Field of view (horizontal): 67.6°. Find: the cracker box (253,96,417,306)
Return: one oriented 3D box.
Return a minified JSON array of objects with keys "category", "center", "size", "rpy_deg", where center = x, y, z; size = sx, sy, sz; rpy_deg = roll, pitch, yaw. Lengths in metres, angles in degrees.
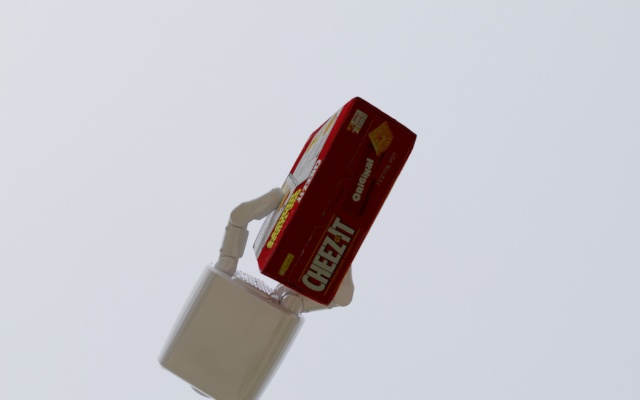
[{"category":"cracker box","center":[0.000,0.002,0.485],"size":[0.072,0.164,0.213],"rpy_deg":[28,-5,-9]}]
